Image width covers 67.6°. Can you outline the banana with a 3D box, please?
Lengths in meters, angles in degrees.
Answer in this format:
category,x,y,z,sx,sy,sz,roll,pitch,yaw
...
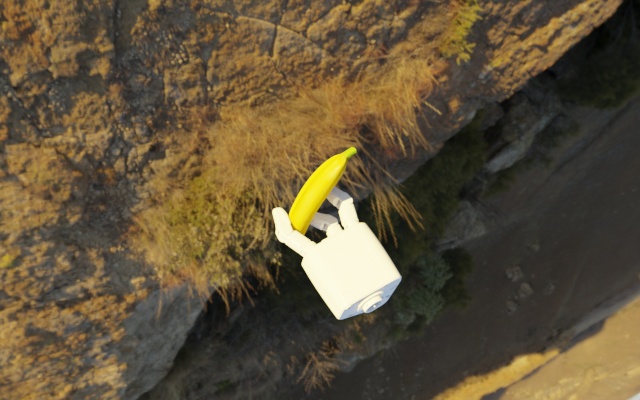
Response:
category,x,y,z,sx,sy,sz,roll,pitch,yaw
banana,-0.010,0.001,0.753,0.069,0.198,0.037,-4,46,-51
